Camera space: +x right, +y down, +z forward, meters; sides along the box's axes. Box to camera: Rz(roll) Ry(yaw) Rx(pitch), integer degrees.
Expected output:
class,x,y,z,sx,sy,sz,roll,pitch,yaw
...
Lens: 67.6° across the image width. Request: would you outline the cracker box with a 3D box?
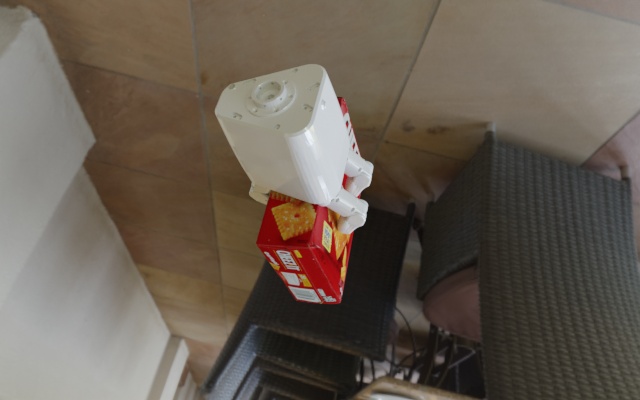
class,x,y,z,sx,sy,sz,roll,pitch,yaw
cracker box,0.000,0.002,0.607,0.072,0.213,0.164,3,-32,18
